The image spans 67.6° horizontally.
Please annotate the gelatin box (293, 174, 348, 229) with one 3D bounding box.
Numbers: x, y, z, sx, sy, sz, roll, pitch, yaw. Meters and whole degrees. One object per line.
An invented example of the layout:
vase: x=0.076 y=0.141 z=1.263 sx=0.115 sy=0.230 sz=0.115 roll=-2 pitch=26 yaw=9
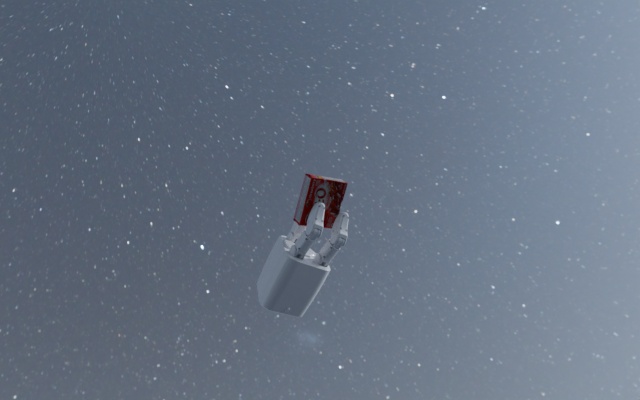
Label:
gelatin box: x=0.000 y=0.002 z=0.830 sx=0.073 sy=0.089 sz=0.030 roll=8 pitch=15 yaw=-29
